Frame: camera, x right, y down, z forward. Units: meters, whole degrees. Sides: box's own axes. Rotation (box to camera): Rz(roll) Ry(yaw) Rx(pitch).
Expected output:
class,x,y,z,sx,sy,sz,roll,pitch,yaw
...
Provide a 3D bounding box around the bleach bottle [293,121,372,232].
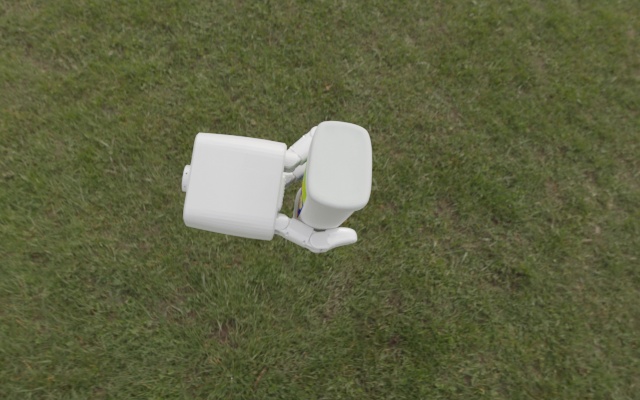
class,x,y,z,sx,sy,sz,roll,pitch,yaw
bleach bottle,0.000,0.002,0.604,0.068,0.102,0.251,8,-21,-8
